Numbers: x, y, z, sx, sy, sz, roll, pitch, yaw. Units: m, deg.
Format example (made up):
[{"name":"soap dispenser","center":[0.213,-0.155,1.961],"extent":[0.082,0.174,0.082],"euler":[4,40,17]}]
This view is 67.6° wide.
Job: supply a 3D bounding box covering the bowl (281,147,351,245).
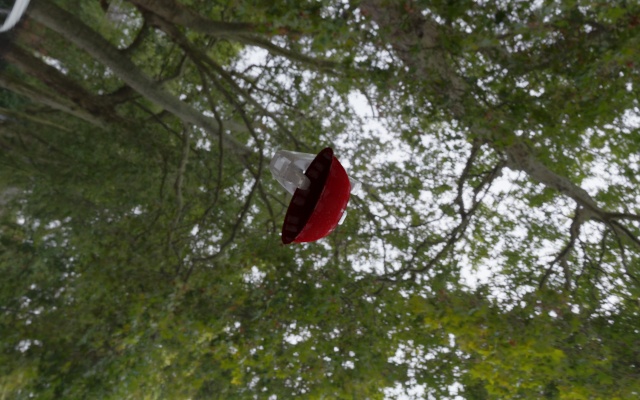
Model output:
[{"name":"bowl","center":[0.001,0.003,0.726],"extent":[0.055,0.162,0.162],"euler":[25,-7,-15]}]
